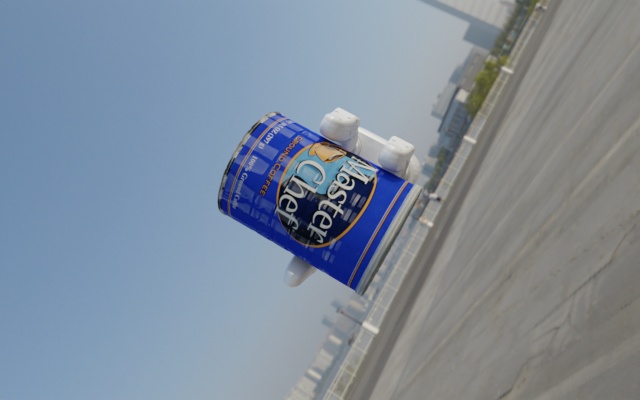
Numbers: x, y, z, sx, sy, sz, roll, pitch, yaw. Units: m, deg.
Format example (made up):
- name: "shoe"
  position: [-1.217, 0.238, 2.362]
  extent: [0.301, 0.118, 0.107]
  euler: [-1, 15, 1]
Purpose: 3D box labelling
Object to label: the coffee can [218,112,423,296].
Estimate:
- name: "coffee can"
  position: [0.000, 0.001, 0.407]
  extent: [0.140, 0.103, 0.103]
  euler: [29, 6, 11]
